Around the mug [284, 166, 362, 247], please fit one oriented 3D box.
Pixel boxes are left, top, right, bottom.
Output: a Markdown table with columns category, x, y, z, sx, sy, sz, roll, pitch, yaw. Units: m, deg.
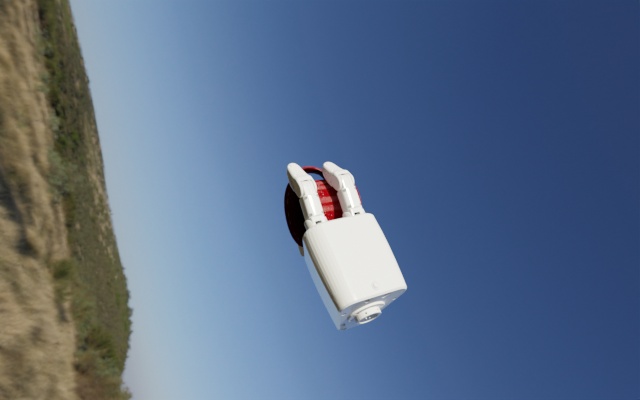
| category | x | y | z | sx | sy | sz | roll | pitch | yaw |
| --- | --- | --- | --- | --- | --- | --- | --- | --- | --- |
| mug | 0.000 | 0.001 | 0.671 | 0.081 | 0.117 | 0.093 | -9 | -30 | -26 |
